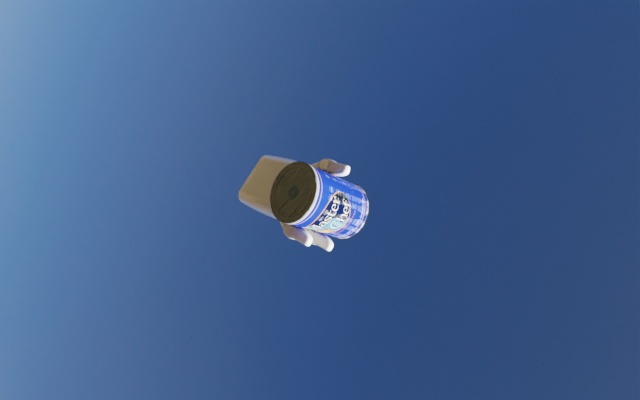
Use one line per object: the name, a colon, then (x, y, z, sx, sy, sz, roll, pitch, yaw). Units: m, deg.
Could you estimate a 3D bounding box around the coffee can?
coffee can: (0.000, 0.003, 0.808, 0.103, 0.103, 0.140, 0, -13, 41)
